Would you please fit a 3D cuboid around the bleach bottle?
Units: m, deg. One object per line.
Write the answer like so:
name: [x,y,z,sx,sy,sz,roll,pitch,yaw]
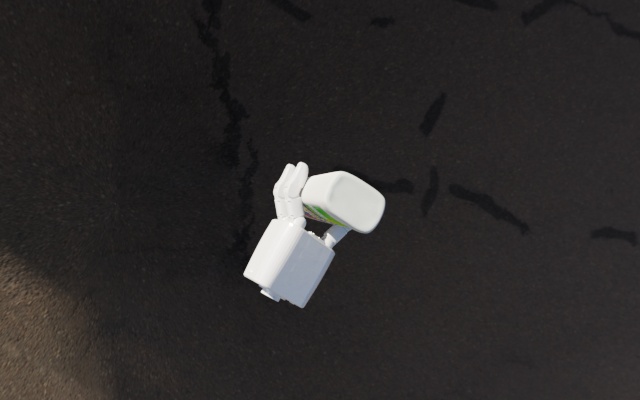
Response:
bleach bottle: [0.000,0.003,0.797,0.102,0.068,0.251,33,-13,-20]
